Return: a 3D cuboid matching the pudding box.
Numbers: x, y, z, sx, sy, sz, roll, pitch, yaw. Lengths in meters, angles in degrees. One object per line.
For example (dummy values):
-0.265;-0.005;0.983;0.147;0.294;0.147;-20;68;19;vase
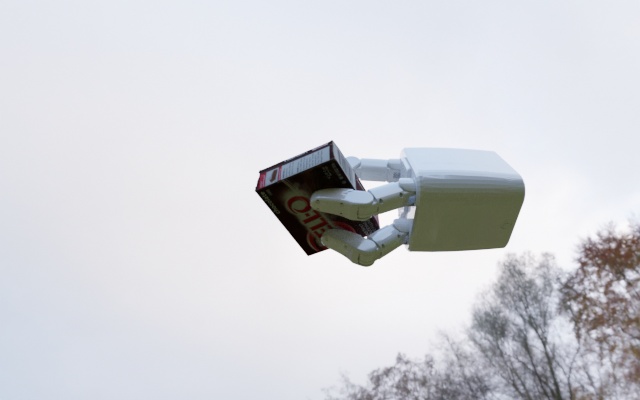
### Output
0.000;0.001;0.498;0.090;0.113;0.039;-21;36;18;pudding box
